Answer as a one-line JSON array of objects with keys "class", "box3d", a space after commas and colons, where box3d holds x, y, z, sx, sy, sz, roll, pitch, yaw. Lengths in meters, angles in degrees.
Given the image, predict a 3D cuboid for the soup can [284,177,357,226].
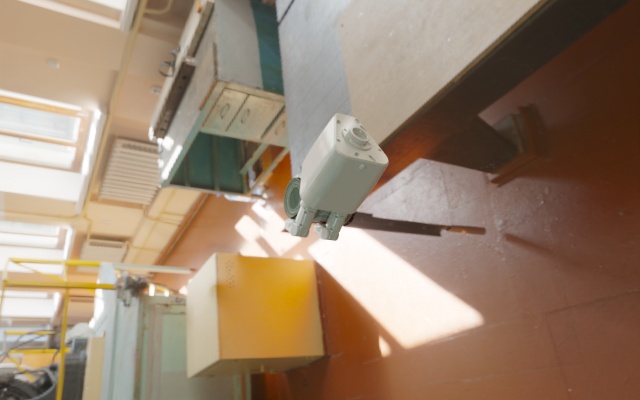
[{"class": "soup can", "box3d": [0.000, 0.003, 0.776, 0.102, 0.068, 0.068, 9, -5, -29]}]
